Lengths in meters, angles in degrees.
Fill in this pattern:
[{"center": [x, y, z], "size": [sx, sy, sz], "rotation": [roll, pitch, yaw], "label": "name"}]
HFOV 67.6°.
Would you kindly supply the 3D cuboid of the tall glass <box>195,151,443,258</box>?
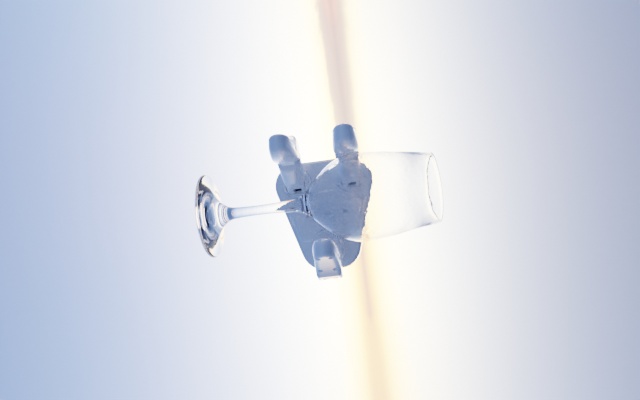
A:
[{"center": [-0.001, 0.002, 0.417], "size": [0.201, 0.079, 0.079], "rotation": [-7, -1, 4], "label": "tall glass"}]
